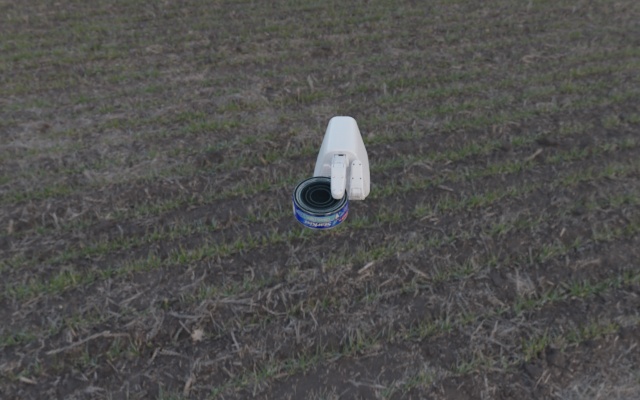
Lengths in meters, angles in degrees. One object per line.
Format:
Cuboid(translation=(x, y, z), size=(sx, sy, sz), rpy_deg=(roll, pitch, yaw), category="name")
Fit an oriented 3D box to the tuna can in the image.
Cuboid(translation=(0.000, 0.002, 0.726), size=(0.086, 0.086, 0.034), rpy_deg=(0, -44, -1), category="tuna can")
